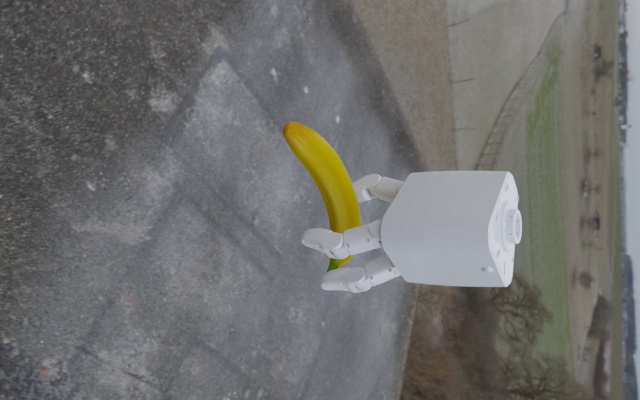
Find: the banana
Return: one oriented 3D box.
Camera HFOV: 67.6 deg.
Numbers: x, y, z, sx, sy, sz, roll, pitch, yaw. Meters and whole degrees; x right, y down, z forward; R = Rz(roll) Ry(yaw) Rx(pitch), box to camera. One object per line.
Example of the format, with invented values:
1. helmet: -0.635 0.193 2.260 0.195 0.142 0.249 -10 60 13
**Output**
1. banana: 0.011 -0.004 0.539 0.037 0.198 0.069 2 29 36
